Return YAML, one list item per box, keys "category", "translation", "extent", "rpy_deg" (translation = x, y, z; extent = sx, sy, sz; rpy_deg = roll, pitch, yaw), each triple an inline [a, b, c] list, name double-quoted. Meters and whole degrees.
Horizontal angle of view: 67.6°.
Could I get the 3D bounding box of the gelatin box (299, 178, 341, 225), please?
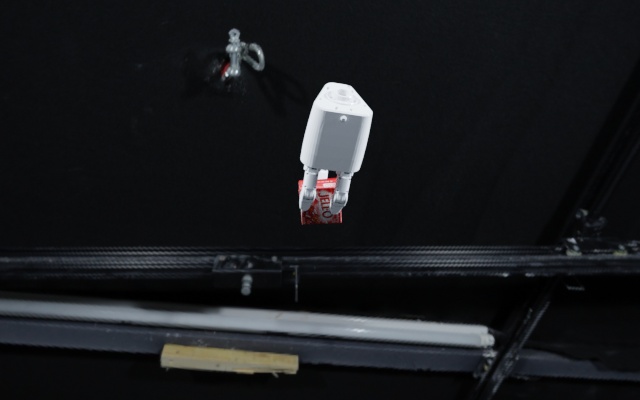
- category: "gelatin box"
  translation: [0.000, 0.003, 0.860]
  extent: [0.073, 0.089, 0.030]
  rpy_deg: [-3, 42, 0]
